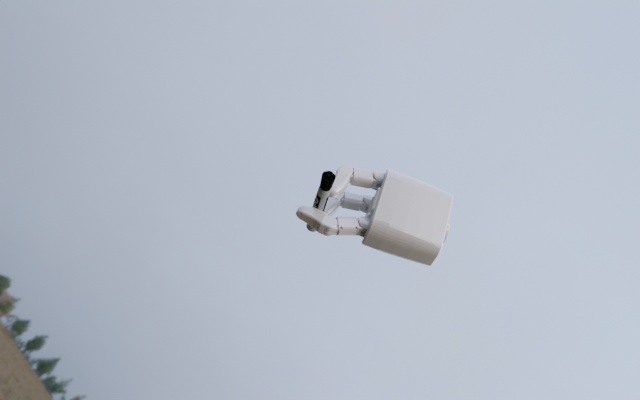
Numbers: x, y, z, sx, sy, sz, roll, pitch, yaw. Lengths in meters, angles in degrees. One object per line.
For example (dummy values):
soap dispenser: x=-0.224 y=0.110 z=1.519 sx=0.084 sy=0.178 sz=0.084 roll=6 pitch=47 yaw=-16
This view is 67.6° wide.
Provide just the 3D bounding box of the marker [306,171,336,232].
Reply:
marker: x=0.000 y=0.002 z=0.669 sx=0.020 sy=0.020 sz=0.121 roll=0 pitch=-39 yaw=-15
